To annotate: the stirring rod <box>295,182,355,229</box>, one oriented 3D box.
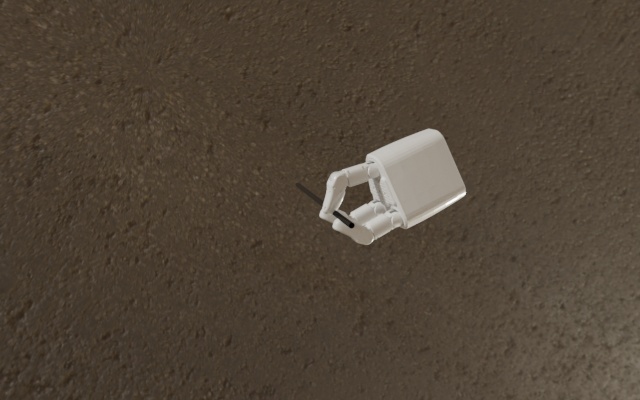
[{"bbox_3d":[0.000,0.002,0.716,0.011,0.011,0.239,0,14,-20],"label":"stirring rod"}]
